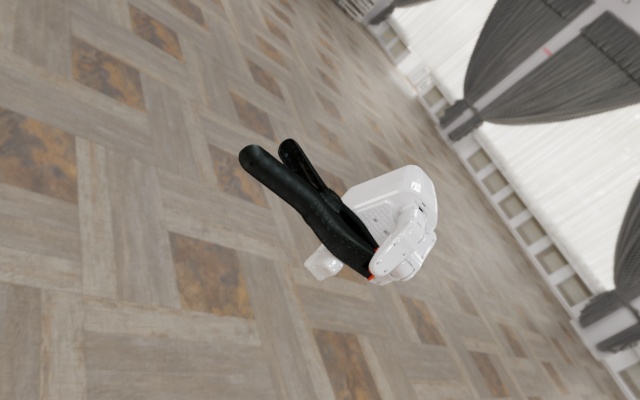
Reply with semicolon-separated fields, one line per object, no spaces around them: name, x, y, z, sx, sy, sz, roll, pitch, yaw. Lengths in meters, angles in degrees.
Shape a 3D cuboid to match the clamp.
clamp;0.001;0.001;0.468;0.039;0.171;0.120;-40;7;23
